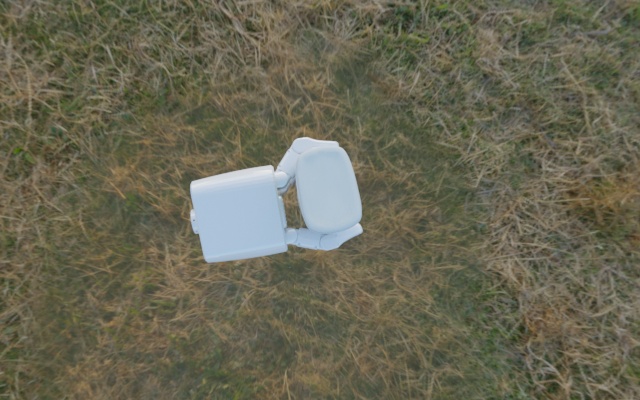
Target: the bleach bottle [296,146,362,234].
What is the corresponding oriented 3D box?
[{"bbox_3d":[0.000,0.002,0.654,0.068,0.102,0.251,-11,-7,-5],"label":"bleach bottle"}]
